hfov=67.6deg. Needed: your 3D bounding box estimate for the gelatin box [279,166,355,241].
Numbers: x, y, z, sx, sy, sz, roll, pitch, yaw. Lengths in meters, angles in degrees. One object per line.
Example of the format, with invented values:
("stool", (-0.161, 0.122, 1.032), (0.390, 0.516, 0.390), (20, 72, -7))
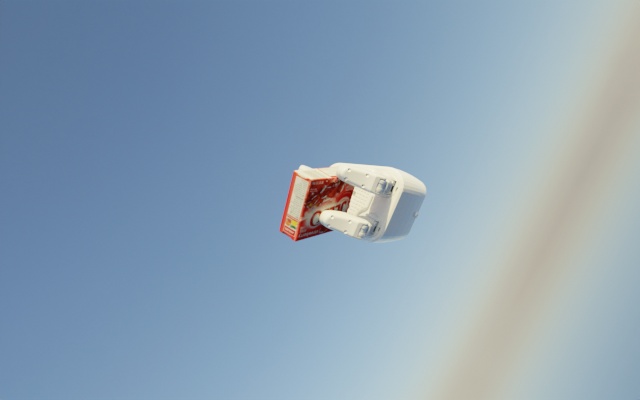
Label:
("gelatin box", (0.000, 0.002, 0.540), (0.030, 0.073, 0.089), (29, 24, 33))
